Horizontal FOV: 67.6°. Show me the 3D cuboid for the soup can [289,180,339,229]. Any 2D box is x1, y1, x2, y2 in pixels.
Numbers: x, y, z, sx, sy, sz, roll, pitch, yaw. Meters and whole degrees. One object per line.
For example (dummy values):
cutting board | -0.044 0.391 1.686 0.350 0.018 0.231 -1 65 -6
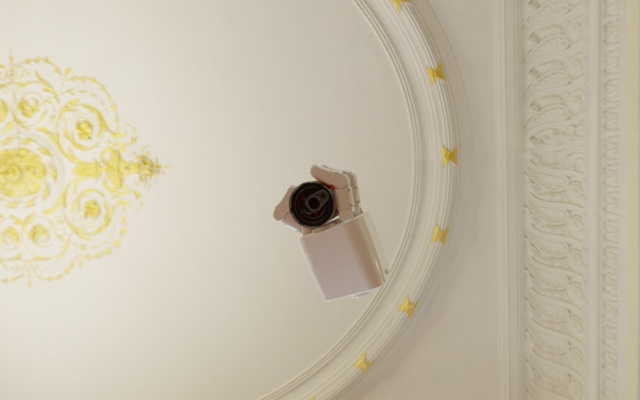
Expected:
soup can | 0.000 0.002 0.727 0.068 0.068 0.102 0 5 15
